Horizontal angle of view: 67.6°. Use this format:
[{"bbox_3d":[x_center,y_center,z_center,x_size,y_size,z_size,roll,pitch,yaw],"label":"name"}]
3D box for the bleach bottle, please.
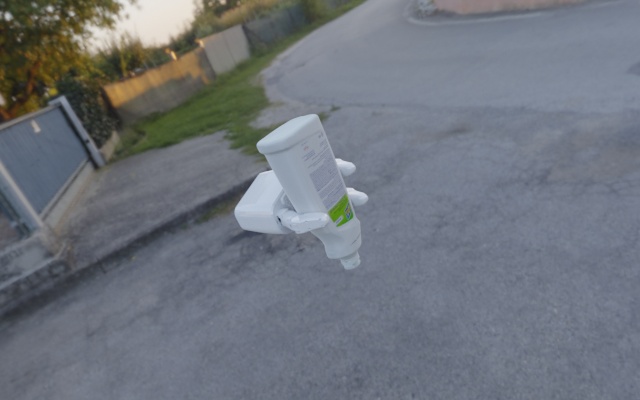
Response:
[{"bbox_3d":[0.000,0.002,0.730,0.068,0.251,0.102,-2,30,43],"label":"bleach bottle"}]
